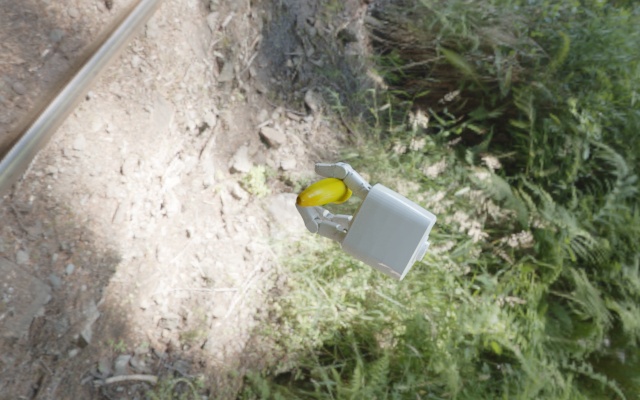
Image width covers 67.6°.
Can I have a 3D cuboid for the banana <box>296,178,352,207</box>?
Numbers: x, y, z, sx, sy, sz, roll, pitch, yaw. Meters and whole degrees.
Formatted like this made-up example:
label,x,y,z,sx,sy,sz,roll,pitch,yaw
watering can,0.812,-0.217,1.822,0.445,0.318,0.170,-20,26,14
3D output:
label,x,y,z,sx,sy,sz,roll,pitch,yaw
banana,0.015,-0.009,0.762,0.069,0.037,0.198,-40,-10,8
